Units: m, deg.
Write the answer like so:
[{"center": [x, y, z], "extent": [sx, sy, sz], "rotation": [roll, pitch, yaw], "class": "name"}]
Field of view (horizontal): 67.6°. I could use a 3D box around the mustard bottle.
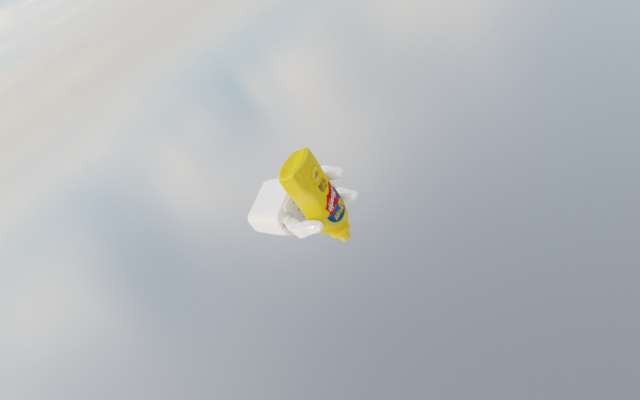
[{"center": [0.000, 0.003, 0.874], "extent": [0.058, 0.192, 0.096], "rotation": [-19, 31, 29], "class": "mustard bottle"}]
